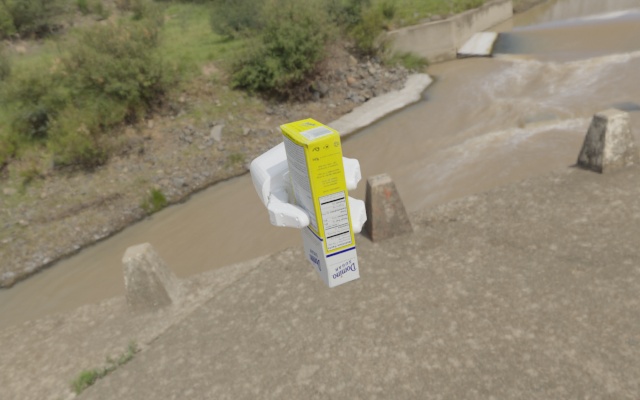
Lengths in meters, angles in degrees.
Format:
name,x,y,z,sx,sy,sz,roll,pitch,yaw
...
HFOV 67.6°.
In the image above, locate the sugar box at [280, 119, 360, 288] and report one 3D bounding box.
name,x,y,z,sx,sy,sz,roll,pitch,yaw
sugar box,0.001,0.002,0.552,0.048,0.176,0.093,-18,25,-14
